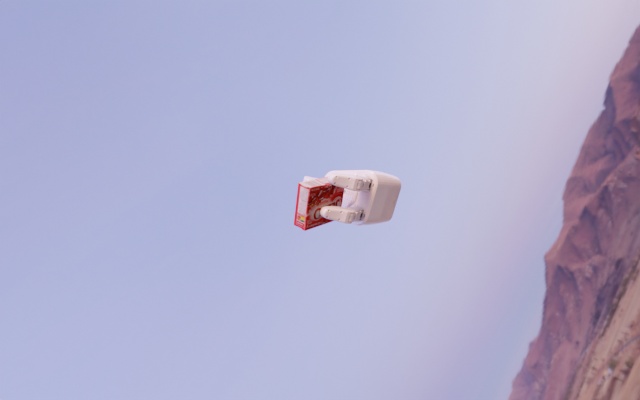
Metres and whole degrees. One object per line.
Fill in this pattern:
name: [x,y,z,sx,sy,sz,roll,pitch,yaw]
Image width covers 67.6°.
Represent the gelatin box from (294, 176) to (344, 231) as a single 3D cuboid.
gelatin box: [0.000,0.002,0.774,0.030,0.073,0.089,25,26,37]
